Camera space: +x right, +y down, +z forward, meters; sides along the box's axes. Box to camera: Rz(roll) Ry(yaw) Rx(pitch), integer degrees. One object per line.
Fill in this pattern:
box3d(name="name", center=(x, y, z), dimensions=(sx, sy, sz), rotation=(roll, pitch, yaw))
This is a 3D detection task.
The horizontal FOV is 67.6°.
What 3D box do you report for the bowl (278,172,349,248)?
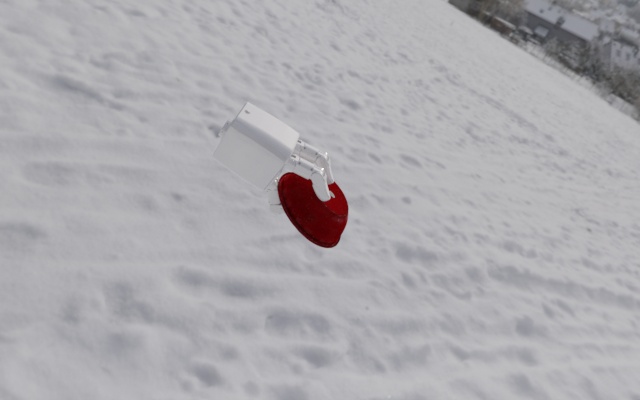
box3d(name="bowl", center=(0.001, 0.003, 0.856), dimensions=(0.055, 0.162, 0.162), rotation=(-36, -18, 27))
